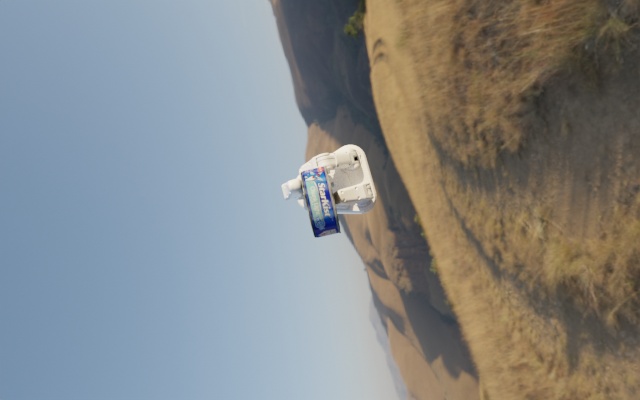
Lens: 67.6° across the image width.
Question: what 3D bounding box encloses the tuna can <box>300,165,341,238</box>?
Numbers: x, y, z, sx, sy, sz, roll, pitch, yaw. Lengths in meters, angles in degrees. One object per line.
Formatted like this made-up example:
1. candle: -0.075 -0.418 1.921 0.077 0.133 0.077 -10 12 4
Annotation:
1. tuna can: 0.000 0.002 0.590 0.034 0.086 0.086 -12 0 0
